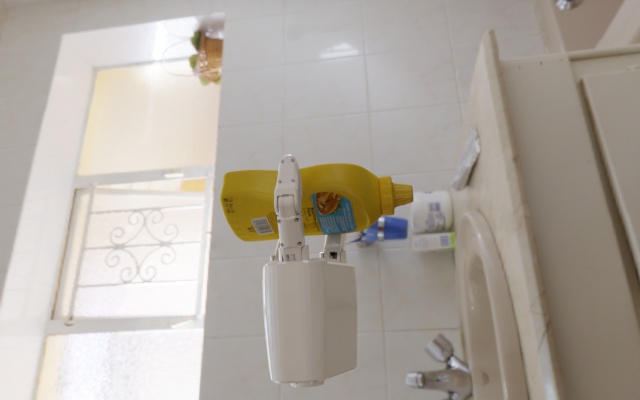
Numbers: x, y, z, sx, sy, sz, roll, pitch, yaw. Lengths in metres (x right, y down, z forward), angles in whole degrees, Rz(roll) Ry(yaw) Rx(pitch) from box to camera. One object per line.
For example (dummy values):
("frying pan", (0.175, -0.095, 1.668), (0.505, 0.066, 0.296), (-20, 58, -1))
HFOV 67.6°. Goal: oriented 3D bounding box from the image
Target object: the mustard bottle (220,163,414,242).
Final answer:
("mustard bottle", (0.000, 0.001, 0.501), (0.191, 0.058, 0.096), (-5, -37, 9))
